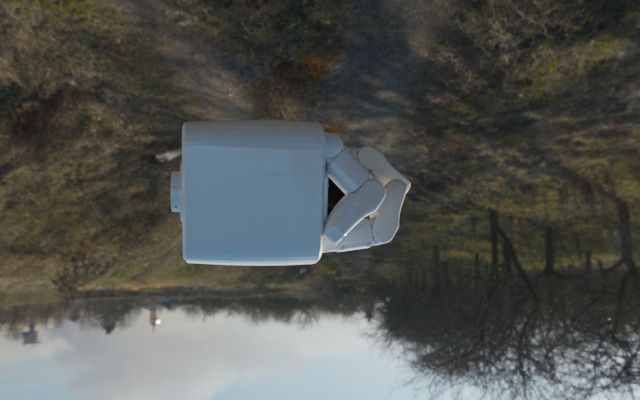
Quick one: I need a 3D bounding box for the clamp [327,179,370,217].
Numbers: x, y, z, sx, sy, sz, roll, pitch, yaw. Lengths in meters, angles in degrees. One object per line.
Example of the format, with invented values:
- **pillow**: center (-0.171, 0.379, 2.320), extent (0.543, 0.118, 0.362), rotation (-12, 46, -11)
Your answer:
- **clamp**: center (0.000, 0.002, 0.485), extent (0.120, 0.039, 0.171), rotation (0, -11, -12)
